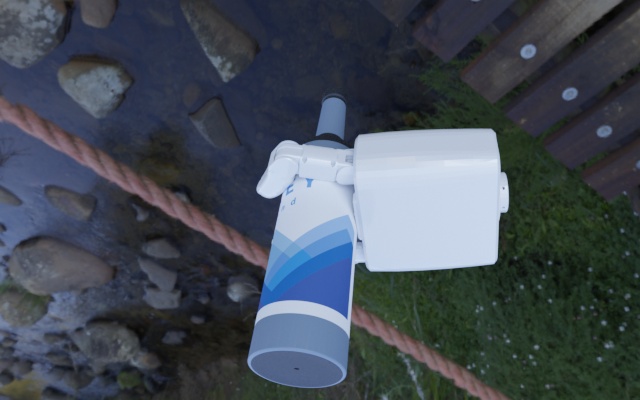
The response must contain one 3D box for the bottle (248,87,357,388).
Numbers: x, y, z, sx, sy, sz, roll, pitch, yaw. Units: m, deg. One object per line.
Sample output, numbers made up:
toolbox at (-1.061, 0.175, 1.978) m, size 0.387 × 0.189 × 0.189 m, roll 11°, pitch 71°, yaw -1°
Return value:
bottle at (0.000, 0.002, 0.411) m, size 0.069 × 0.295 × 0.069 m, roll 5°, pitch -40°, yaw 4°
